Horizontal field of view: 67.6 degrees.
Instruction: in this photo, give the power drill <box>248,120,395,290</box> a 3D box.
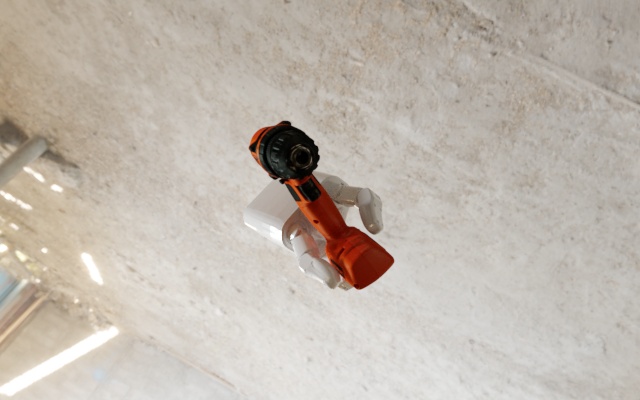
[{"bbox_3d":[0.000,0.002,0.495,0.057,0.188,0.184,-36,17,-5],"label":"power drill"}]
